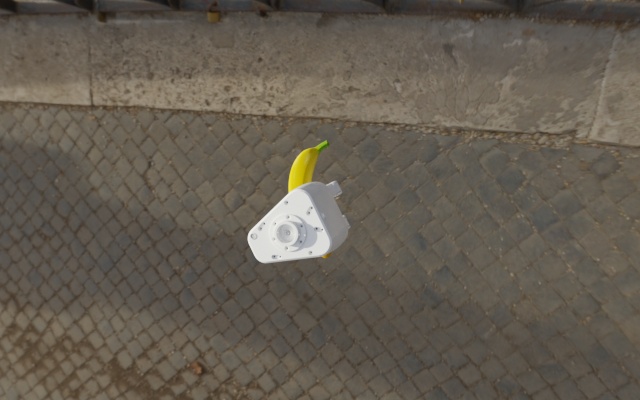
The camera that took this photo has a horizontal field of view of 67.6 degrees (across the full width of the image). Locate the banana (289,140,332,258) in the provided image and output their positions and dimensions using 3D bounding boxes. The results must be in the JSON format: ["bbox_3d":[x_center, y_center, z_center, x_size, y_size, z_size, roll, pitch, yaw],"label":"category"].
[{"bbox_3d":[-0.018,-0.001,0.799,0.069,0.198,0.037,-1,3,8],"label":"banana"}]
